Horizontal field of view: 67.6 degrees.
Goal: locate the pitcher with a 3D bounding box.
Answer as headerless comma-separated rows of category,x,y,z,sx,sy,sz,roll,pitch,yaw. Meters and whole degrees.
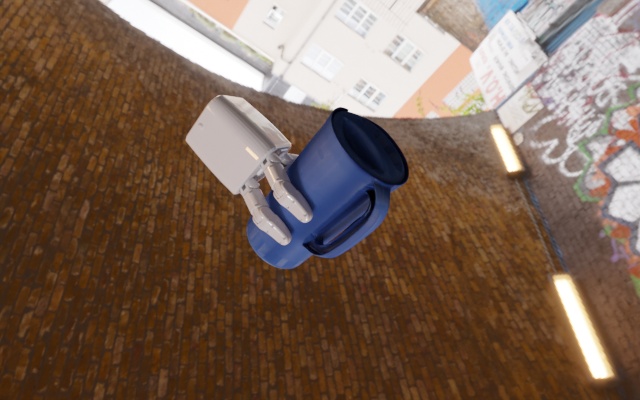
pitcher,0.000,0.002,0.676,0.243,0.145,0.149,-45,-1,33
